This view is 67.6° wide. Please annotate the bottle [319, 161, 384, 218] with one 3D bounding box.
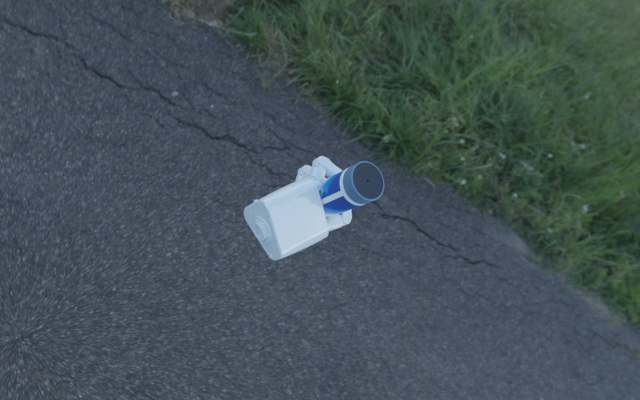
[{"bbox_3d":[0.000,0.003,0.887,0.069,0.069,0.296,0,-14,-32],"label":"bottle"}]
